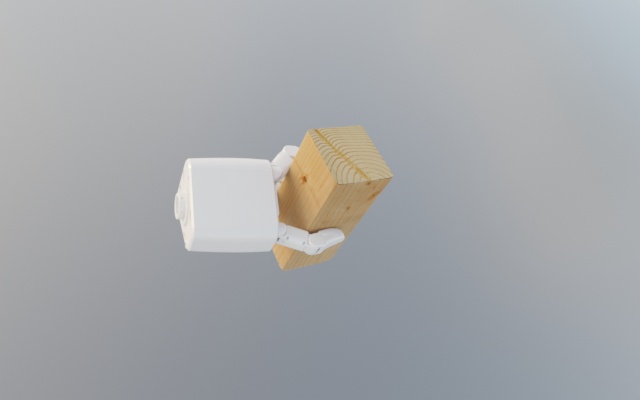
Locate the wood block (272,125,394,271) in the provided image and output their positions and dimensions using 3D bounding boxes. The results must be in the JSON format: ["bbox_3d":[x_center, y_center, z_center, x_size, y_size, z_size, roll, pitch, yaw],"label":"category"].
[{"bbox_3d":[0.000,0.002,0.665,0.090,0.090,0.206,-9,-31,-32],"label":"wood block"}]
